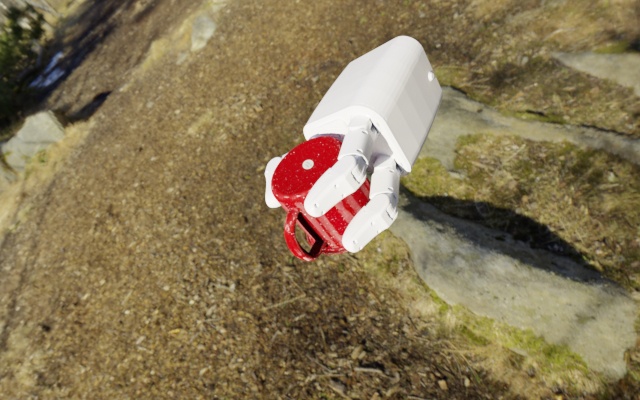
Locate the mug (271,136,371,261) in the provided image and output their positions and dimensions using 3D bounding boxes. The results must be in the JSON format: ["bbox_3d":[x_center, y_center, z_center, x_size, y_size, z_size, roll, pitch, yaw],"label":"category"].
[{"bbox_3d":[-0.001,0.003,0.460,0.093,0.117,0.081,4,-35,42],"label":"mug"}]
